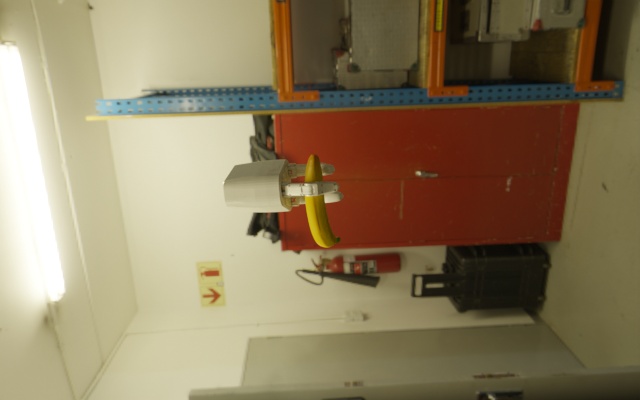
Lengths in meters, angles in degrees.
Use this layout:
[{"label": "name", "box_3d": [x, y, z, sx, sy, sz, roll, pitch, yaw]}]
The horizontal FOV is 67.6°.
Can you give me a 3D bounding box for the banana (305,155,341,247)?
[{"label": "banana", "box_3d": [-0.003, 0.016, 0.874, 0.037, 0.198, 0.069, -4, 32, 15]}]
